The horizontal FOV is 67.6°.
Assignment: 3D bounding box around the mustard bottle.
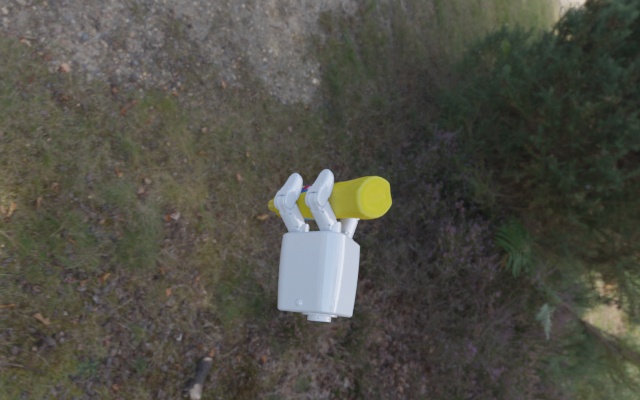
[{"bbox_3d":[0.000,0.002,0.701,0.191,0.058,0.096,-5,6,36],"label":"mustard bottle"}]
